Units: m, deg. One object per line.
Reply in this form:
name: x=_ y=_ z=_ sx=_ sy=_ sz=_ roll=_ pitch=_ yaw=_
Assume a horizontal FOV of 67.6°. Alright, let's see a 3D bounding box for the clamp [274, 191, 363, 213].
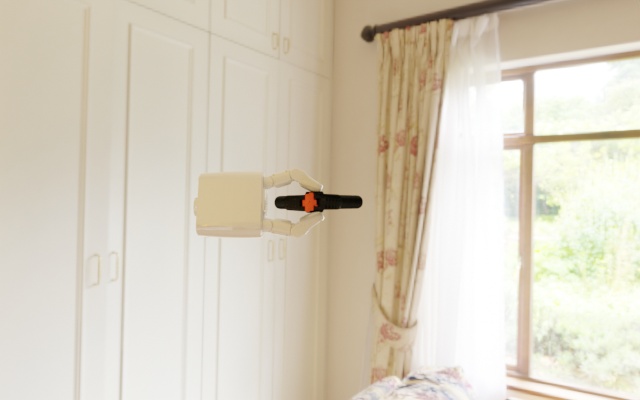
clamp: x=0.000 y=0.002 z=0.808 sx=0.164 sy=0.036 sz=0.210 roll=-1 pitch=0 yaw=-3
